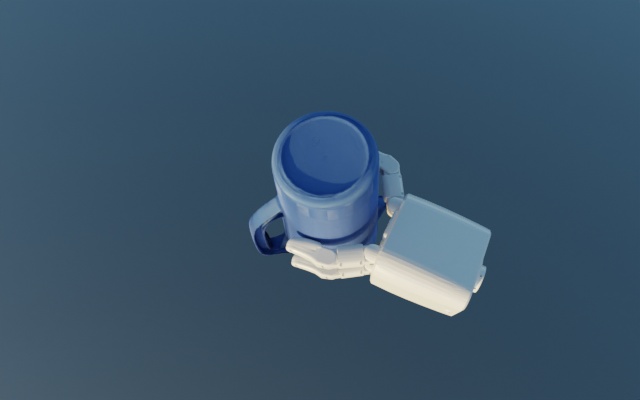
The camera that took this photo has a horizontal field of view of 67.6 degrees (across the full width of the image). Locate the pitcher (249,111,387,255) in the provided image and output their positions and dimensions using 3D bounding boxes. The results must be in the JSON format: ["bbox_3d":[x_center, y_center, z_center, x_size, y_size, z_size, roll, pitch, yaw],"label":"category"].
[{"bbox_3d":[0.000,0.002,0.576,0.145,0.149,0.243,22,-18,11],"label":"pitcher"}]
